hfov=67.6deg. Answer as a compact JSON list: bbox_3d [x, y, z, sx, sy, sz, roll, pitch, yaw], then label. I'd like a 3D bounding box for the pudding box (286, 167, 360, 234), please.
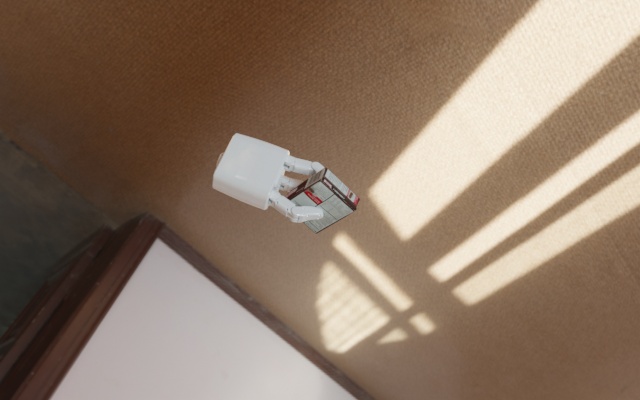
[{"bbox_3d":[0.000,0.003,0.863,0.090,0.039,0.113,41,-46,-19],"label":"pudding box"}]
